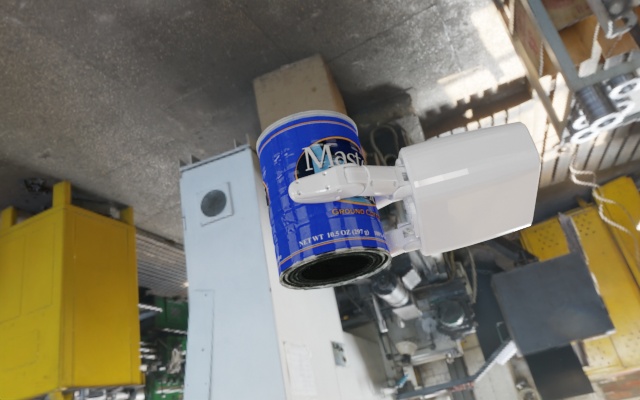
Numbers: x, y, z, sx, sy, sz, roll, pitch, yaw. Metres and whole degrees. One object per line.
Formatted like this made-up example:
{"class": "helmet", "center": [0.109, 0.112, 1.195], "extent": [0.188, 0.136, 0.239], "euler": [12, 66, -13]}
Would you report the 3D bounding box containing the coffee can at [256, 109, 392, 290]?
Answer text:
{"class": "coffee can", "center": [0.000, 0.001, 0.451], "extent": [0.103, 0.140, 0.103], "euler": [-10, -24, -5]}
